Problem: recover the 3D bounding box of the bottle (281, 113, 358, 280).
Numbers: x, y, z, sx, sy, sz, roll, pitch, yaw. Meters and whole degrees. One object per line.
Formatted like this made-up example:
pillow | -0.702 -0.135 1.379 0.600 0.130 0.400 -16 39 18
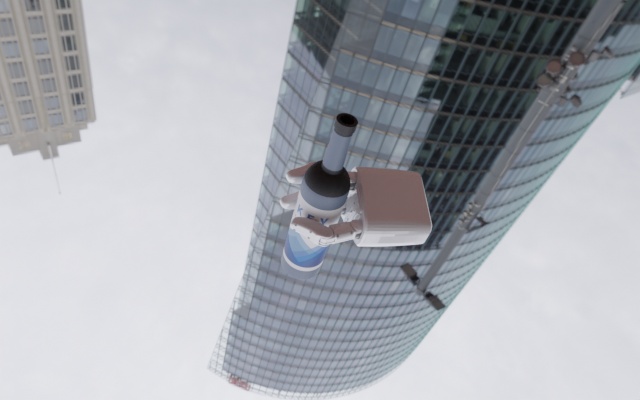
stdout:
bottle | 0.000 0.002 0.680 0.069 0.069 0.296 0 -43 -17
